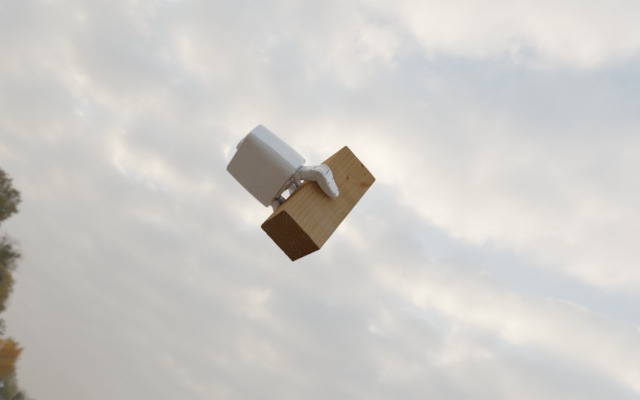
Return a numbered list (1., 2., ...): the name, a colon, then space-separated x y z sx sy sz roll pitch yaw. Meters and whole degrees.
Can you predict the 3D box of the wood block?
1. wood block: 0.000 0.002 0.862 0.091 0.090 0.206 -32 13 50
